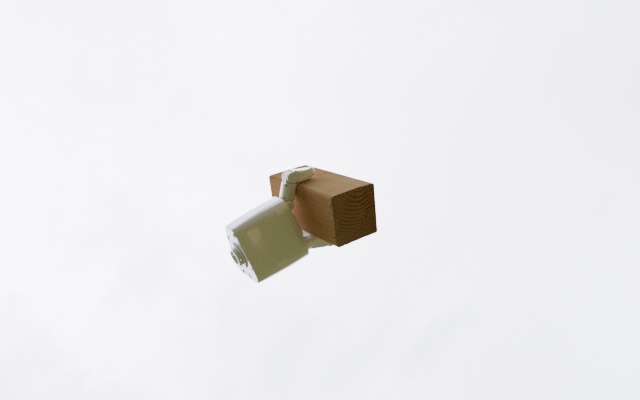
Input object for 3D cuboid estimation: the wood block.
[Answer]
[{"bbox_3d":[0.000,0.003,0.861,0.090,0.091,0.206,-19,23,-31],"label":"wood block"}]
